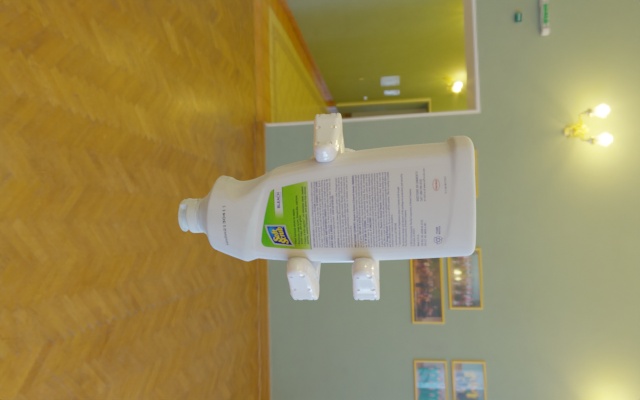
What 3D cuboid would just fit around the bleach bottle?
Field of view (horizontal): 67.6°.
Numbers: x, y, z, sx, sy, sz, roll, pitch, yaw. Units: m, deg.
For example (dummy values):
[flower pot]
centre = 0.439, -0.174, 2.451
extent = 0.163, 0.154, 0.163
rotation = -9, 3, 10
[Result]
[bleach bottle]
centre = 0.000, 0.001, 0.414
extent = 0.251, 0.102, 0.068
rotation = -2, 4, 9
